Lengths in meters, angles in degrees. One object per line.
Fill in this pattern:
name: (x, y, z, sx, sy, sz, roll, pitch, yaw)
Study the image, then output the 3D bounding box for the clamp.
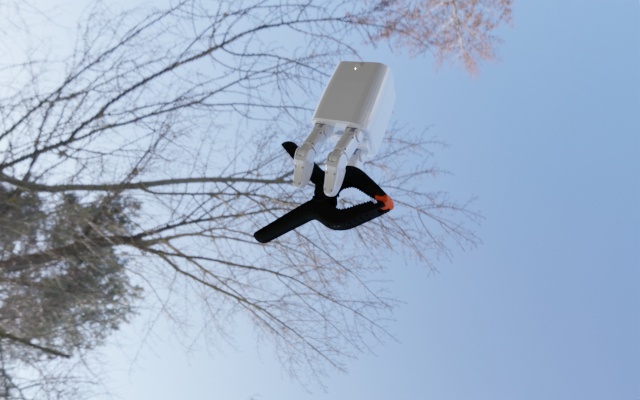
clamp: (0.001, 0.002, 0.683, 0.210, 0.164, 0.036, 14, -12, 33)
